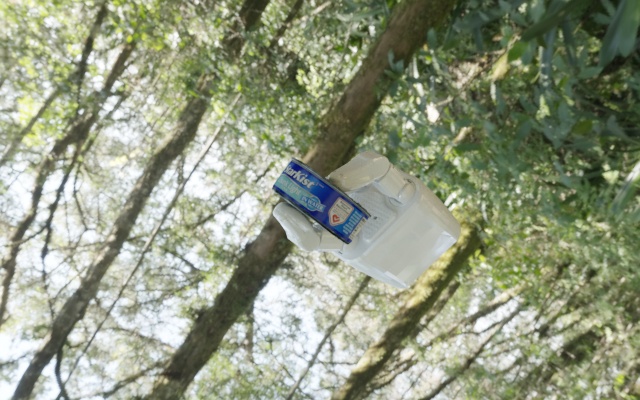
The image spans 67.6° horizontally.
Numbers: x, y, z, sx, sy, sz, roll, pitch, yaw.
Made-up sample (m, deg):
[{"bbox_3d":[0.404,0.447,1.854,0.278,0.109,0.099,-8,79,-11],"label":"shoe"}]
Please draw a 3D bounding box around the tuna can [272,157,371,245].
[{"bbox_3d":[0.000,0.002,0.416,0.086,0.034,0.086,36,-2,1],"label":"tuna can"}]
